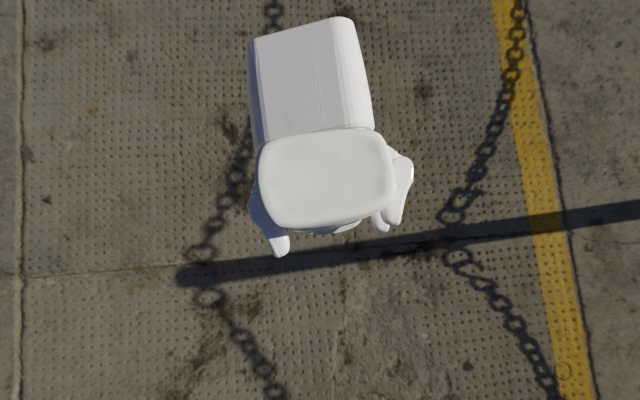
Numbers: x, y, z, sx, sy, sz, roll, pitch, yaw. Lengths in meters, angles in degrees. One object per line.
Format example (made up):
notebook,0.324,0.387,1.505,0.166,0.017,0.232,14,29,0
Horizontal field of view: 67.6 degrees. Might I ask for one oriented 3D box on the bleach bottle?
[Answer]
bleach bottle,0.000,0.002,0.455,0.102,0.068,0.251,-9,-8,-4
